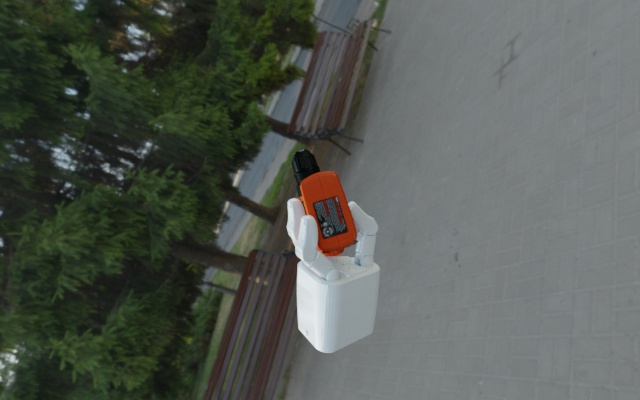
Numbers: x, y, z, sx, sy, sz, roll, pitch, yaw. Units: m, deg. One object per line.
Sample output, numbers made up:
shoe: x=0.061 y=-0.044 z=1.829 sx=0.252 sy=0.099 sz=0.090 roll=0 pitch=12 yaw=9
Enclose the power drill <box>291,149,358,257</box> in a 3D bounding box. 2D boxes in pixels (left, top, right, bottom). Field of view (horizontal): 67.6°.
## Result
power drill: x=0.000 y=0.003 z=0.713 sx=0.057 sy=0.184 sz=0.187 roll=-19 pitch=0 yaw=-3
